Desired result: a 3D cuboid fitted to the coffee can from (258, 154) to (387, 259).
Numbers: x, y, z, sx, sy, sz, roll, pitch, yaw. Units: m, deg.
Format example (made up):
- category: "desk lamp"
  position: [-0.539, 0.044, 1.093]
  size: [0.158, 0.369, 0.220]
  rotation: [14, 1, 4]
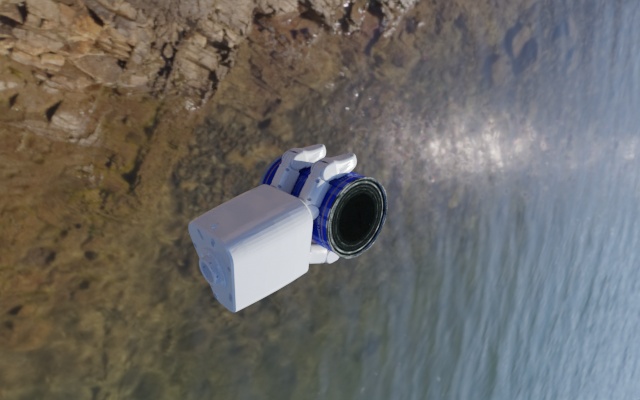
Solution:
- category: "coffee can"
  position: [0.000, 0.002, 0.617]
  size: [0.103, 0.103, 0.140]
  rotation: [0, 16, -44]
